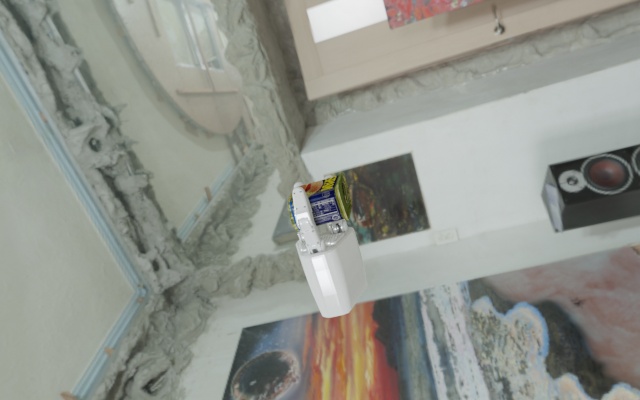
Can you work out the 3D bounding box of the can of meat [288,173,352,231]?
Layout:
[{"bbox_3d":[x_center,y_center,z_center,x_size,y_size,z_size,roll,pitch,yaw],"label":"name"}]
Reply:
[{"bbox_3d":[0.000,0.002,0.746,0.084,0.057,0.102,-15,16,12],"label":"can of meat"}]
